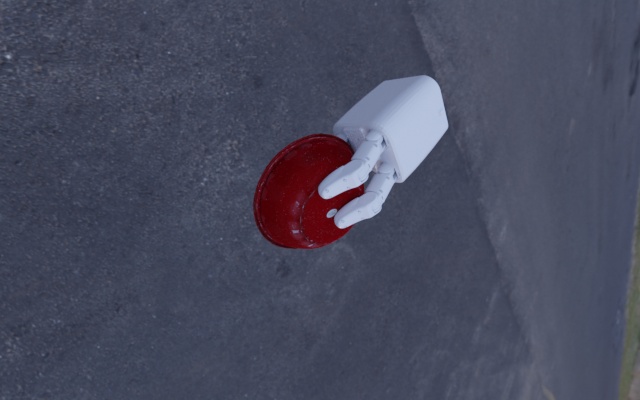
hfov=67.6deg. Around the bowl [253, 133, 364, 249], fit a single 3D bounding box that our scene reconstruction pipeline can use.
[{"bbox_3d":[-0.001,0.003,0.594,0.162,0.162,0.055,0,26,-37],"label":"bowl"}]
